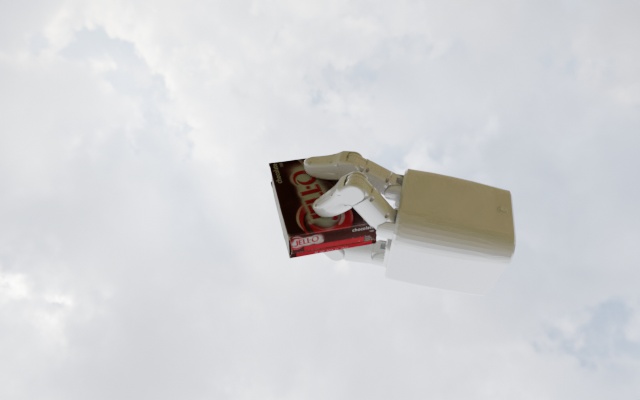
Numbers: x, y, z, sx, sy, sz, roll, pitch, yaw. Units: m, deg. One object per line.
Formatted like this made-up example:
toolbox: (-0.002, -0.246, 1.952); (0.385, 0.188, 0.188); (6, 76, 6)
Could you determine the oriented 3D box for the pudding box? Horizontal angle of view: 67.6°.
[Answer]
pudding box: (0.000, 0.002, 0.491); (0.090, 0.039, 0.113); (-8, 42, -12)
